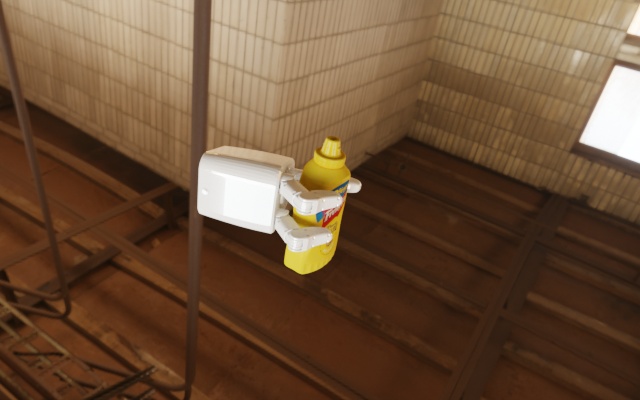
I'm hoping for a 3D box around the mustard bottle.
[{"bbox_3d":[0.000,0.002,0.652,0.058,0.192,0.096,27,34,25],"label":"mustard bottle"}]
